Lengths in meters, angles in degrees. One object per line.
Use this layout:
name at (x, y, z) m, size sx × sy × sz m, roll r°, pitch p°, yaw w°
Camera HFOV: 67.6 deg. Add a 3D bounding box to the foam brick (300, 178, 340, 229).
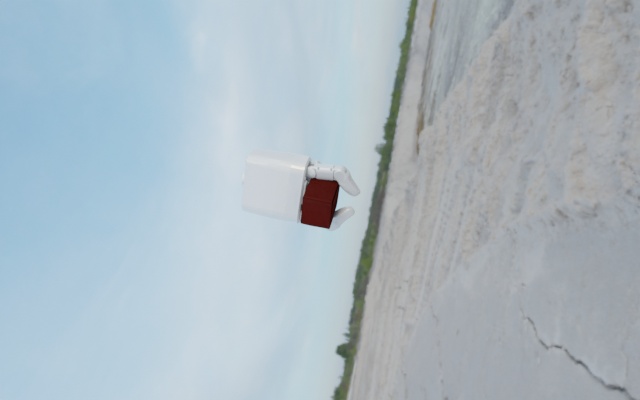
foam brick at (0.000, 0.003, 0.801) m, size 0.051 × 0.053 × 0.078 m, roll 11°, pitch 32°, yaw 6°
